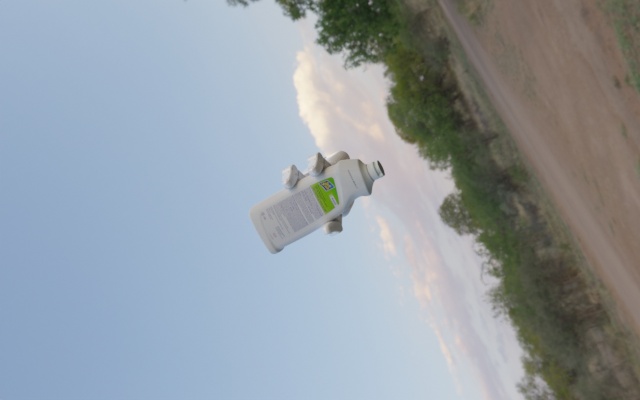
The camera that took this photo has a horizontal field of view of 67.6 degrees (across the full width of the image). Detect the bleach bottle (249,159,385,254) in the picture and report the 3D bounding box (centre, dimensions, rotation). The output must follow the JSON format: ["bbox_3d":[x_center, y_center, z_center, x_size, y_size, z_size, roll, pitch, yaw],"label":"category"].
[{"bbox_3d":[0.000,0.003,0.848,0.251,0.102,0.068,-25,10,20],"label":"bleach bottle"}]
